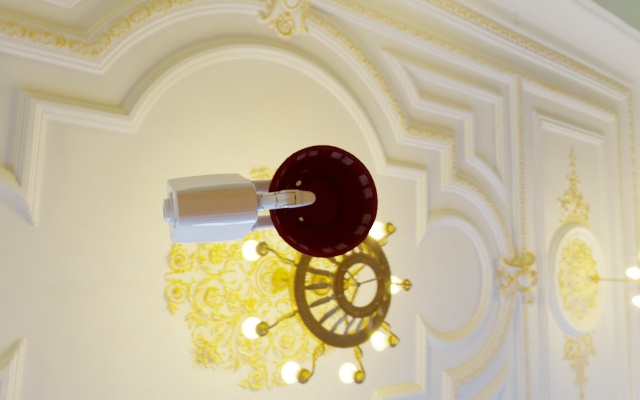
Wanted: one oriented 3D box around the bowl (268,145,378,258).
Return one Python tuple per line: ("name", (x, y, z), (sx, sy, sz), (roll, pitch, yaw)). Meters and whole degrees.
("bowl", (0.001, 0.003, 0.702), (0.162, 0.162, 0.055), (0, -3, -13))
